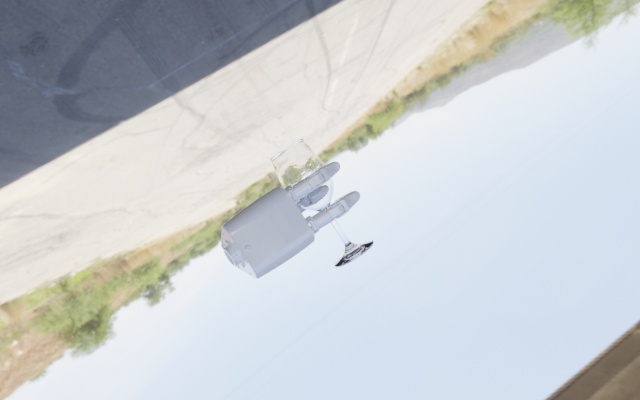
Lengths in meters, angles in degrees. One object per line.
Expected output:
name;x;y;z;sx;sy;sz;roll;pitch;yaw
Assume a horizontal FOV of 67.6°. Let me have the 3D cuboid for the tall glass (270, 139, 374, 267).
tall glass;0.001;0.003;0.756;0.079;0.201;0.079;-32;5;3
